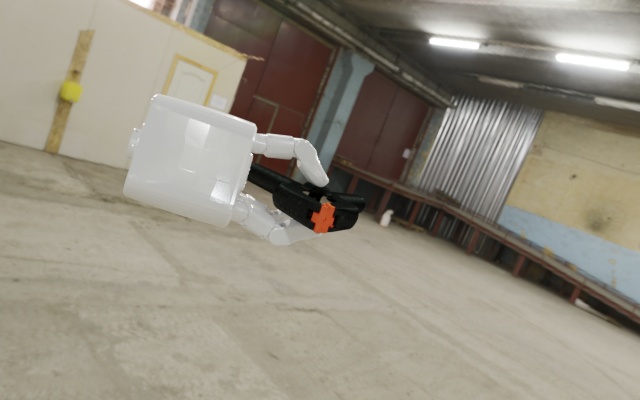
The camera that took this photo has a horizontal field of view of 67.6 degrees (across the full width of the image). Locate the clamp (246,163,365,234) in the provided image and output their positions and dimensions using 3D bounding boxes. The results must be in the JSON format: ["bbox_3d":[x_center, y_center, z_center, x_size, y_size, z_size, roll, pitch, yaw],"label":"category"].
[{"bbox_3d":[0.000,0.001,0.546,0.164,0.036,0.210,15,8,-16],"label":"clamp"}]
